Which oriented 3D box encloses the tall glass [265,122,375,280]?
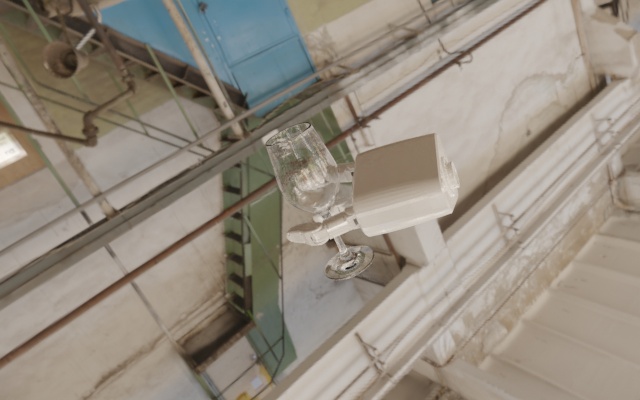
[{"bbox_3d":[0.000,0.003,0.618,0.079,0.201,0.079,-22,22,9],"label":"tall glass"}]
